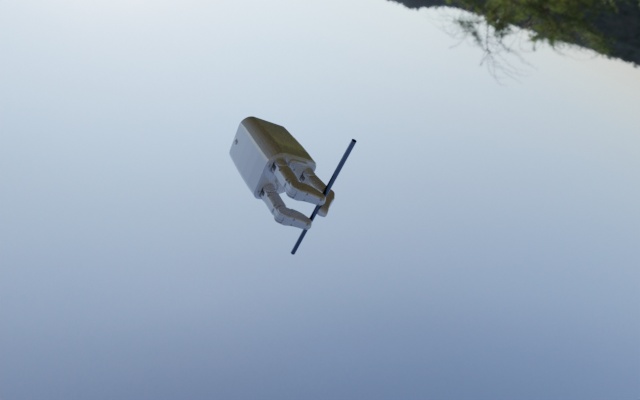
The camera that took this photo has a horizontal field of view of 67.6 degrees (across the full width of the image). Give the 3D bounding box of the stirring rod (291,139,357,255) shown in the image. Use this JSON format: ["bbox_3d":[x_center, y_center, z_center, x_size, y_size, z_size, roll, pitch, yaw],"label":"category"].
[{"bbox_3d":[0.000,0.002,0.736,0.011,0.240,0.011,18,37,-14],"label":"stirring rod"}]
